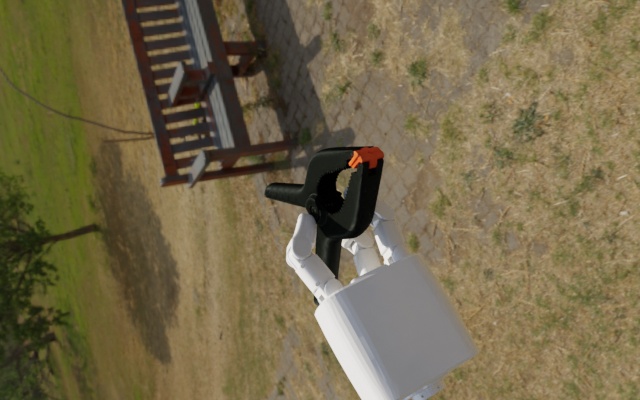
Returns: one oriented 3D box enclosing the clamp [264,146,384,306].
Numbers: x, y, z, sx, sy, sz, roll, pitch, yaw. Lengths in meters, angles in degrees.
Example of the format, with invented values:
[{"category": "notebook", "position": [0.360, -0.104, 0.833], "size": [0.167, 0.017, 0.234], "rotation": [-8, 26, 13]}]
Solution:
[{"category": "clamp", "position": [0.000, 0.002, 0.508], "size": [0.036, 0.164, 0.210], "rotation": [-16, -28, -32]}]
